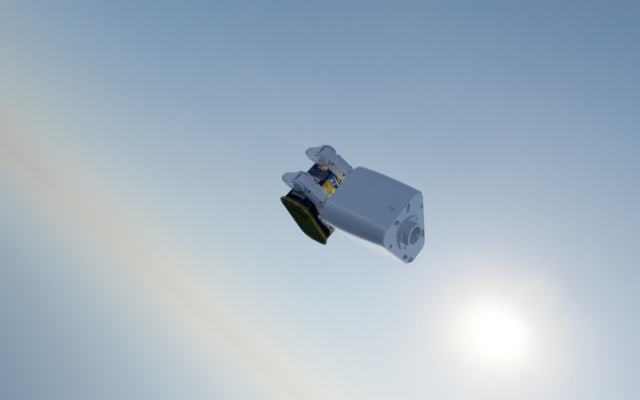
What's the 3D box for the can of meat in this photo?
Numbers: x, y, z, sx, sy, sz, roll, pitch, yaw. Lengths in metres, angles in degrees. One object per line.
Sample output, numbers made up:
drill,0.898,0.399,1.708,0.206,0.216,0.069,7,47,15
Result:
can of meat,0.000,0.002,0.722,0.057,0.084,0.102,23,-26,43
